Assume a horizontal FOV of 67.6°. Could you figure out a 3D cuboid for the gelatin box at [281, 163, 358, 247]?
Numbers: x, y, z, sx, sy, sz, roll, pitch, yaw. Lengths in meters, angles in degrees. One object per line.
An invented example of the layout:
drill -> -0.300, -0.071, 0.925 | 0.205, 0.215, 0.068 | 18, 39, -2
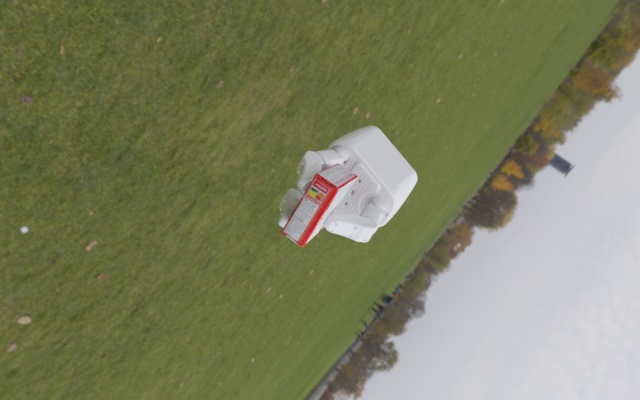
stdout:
gelatin box -> 0.000, 0.002, 0.504 | 0.030, 0.073, 0.089 | 35, 19, 7
